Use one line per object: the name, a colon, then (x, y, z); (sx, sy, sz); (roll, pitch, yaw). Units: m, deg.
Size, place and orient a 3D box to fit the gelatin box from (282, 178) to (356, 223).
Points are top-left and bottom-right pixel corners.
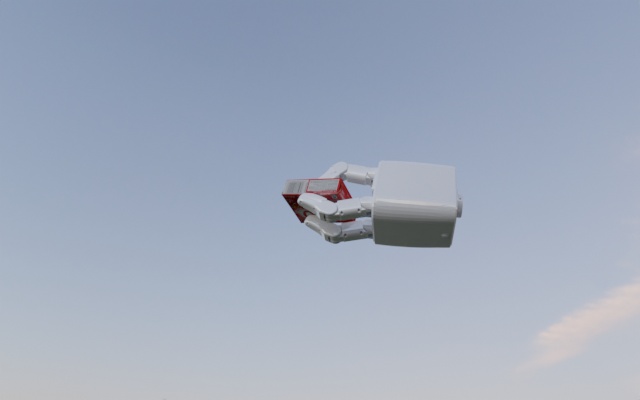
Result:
gelatin box: (0.000, 0.002, 0.678); (0.089, 0.030, 0.073); (-1, -36, 25)
